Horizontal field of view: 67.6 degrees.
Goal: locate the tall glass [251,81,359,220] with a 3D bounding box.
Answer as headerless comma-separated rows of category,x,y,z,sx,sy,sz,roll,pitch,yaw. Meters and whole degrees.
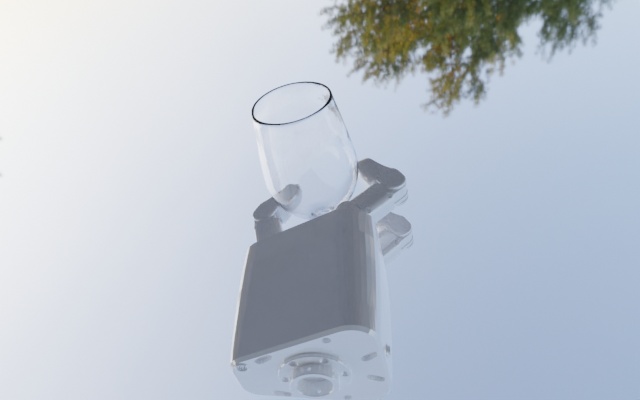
tall glass,0.000,0.002,0.415,0.079,0.201,0.079,-10,39,8
